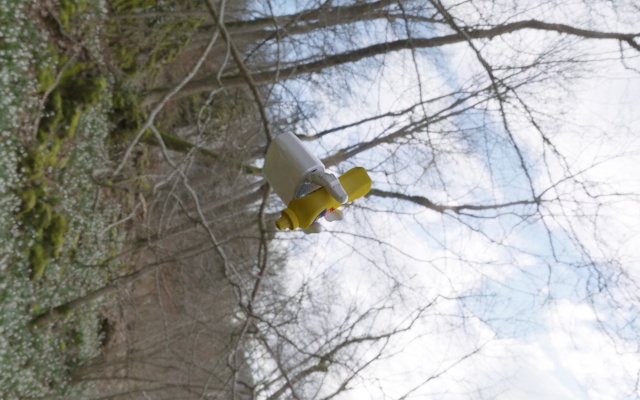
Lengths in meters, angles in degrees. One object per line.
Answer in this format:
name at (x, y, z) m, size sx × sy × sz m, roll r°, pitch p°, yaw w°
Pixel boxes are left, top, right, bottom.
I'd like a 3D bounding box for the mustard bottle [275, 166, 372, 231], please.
mustard bottle at (0.001, 0.003, 0.883) m, size 0.191 × 0.058 × 0.096 m, roll -28°, pitch -3°, yaw -25°
